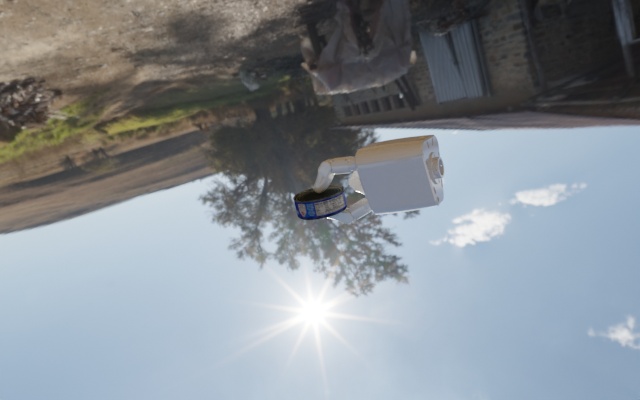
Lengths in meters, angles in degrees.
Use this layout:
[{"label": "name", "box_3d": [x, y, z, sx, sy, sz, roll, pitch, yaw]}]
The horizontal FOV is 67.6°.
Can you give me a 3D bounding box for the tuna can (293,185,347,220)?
[{"label": "tuna can", "box_3d": [0.000, 0.003, 0.786, 0.086, 0.034, 0.086, -12, 14, 3]}]
